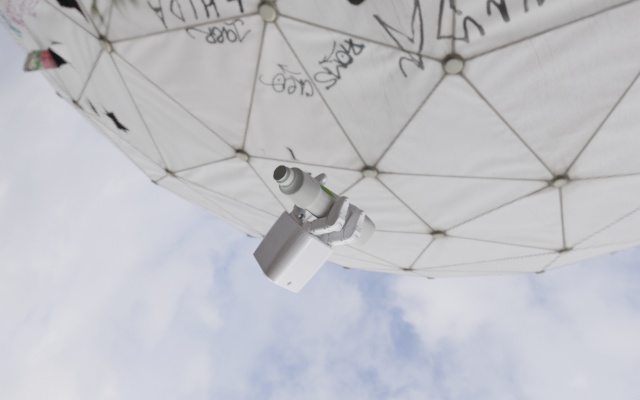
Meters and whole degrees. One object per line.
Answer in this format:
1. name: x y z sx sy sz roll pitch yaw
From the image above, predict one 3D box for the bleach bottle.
1. bleach bottle: 0.000 0.003 0.855 0.251 0.068 0.102 36 3 -46
